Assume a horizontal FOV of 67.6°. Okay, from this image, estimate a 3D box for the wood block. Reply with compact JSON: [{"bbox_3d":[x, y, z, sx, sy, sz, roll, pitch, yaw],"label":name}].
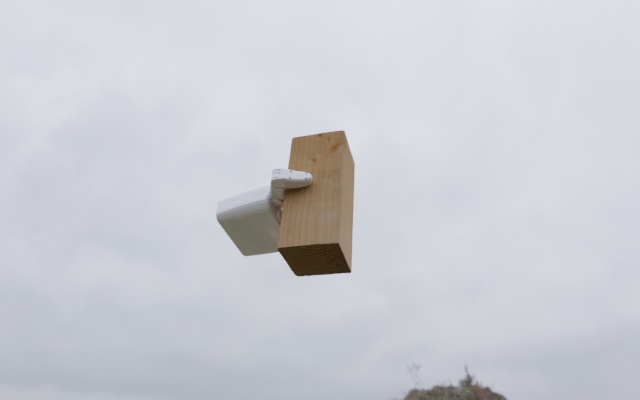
[{"bbox_3d":[0.000,0.002,0.735,0.090,0.206,0.091,-6,-36,15],"label":"wood block"}]
